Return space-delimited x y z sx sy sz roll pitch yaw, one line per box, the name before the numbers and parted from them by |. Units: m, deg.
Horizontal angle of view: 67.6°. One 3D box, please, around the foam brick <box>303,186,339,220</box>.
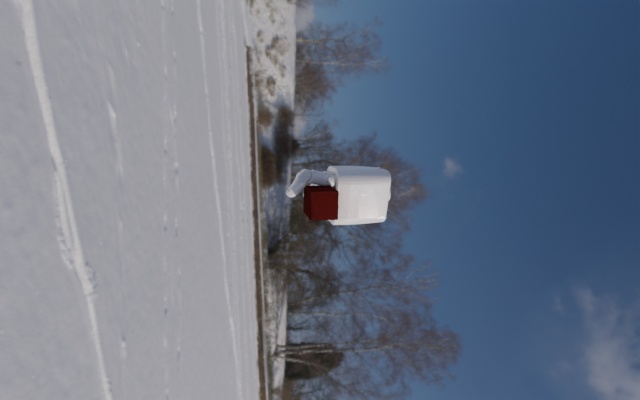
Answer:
foam brick | 0.000 0.003 0.859 0.051 0.053 0.078 0 10 -10
